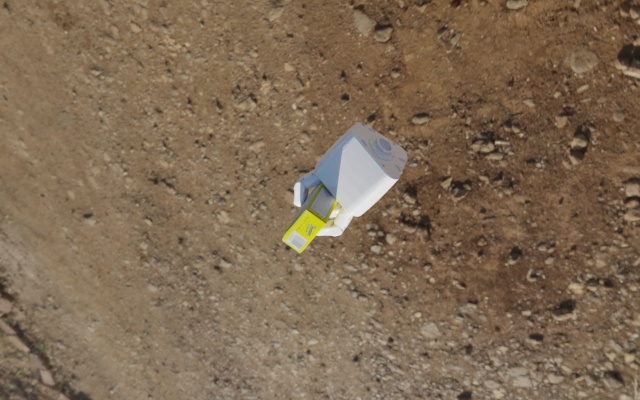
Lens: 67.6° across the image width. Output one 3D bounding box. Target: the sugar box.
[{"bbox_3d":[0.001,0.003,0.836,0.093,0.048,0.176,-49,4,41],"label":"sugar box"}]
